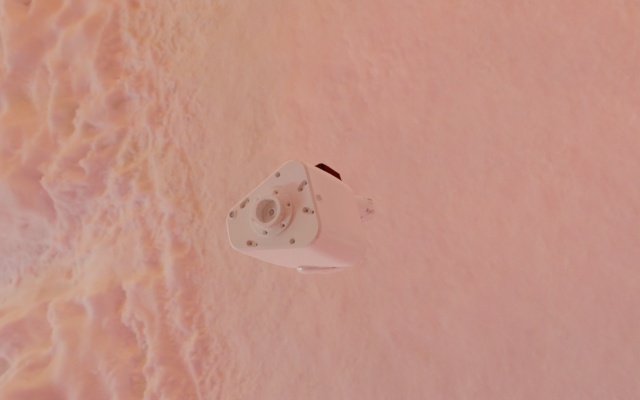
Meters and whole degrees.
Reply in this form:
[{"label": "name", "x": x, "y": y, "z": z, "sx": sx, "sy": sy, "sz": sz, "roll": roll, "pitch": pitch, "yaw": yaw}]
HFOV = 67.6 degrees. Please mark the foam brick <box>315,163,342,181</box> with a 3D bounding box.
[{"label": "foam brick", "x": 0.000, "y": 0.002, "z": 0.596, "sx": 0.053, "sy": 0.078, "sz": 0.051, "roll": -24, "pitch": -24, "yaw": 22}]
